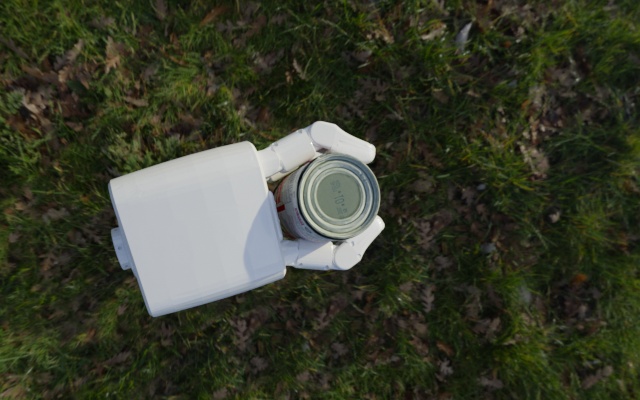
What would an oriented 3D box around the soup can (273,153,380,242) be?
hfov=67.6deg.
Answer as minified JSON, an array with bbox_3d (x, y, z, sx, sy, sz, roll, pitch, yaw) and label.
[{"bbox_3d":[0.001,0.001,0.401,0.068,0.068,0.102,0,-6,-17],"label":"soup can"}]
